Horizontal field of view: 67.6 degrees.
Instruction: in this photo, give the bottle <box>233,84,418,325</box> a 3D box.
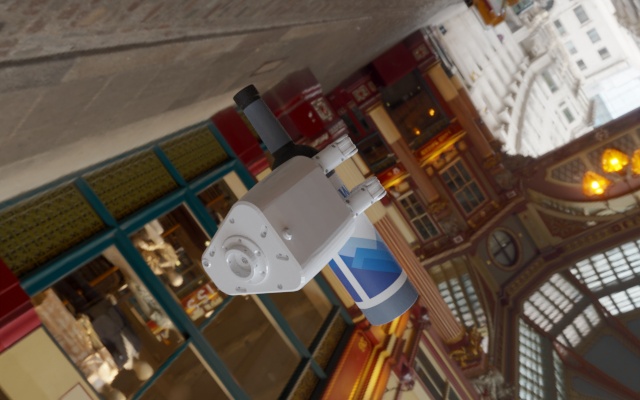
[{"bbox_3d":[0.000,0.002,0.531,0.069,0.296,0.069,-35,6,4],"label":"bottle"}]
